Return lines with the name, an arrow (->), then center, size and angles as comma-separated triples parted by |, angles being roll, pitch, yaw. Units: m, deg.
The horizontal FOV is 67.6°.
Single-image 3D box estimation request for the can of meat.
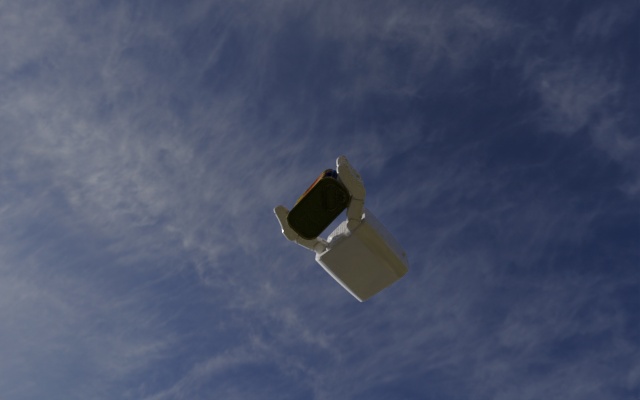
can of meat -> 0.000, 0.002, 0.746 | 0.057, 0.102, 0.084 | 42, 14, -7
